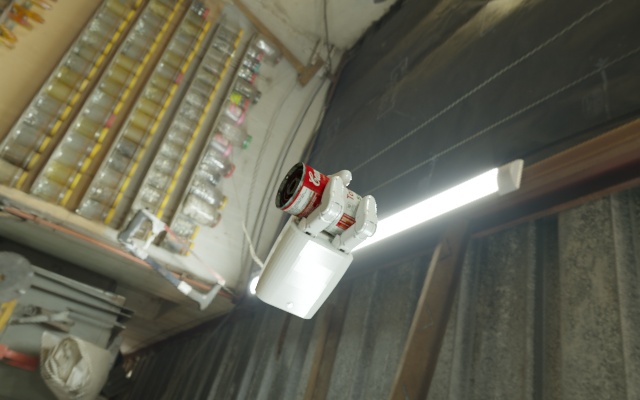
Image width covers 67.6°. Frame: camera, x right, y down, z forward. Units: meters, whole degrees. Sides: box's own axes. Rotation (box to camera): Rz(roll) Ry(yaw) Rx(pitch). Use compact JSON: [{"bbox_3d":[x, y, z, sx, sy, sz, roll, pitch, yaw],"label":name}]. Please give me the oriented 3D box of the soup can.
[{"bbox_3d":[0.001,0.002,0.640,0.102,0.068,0.068,28,-12,-23],"label":"soup can"}]
